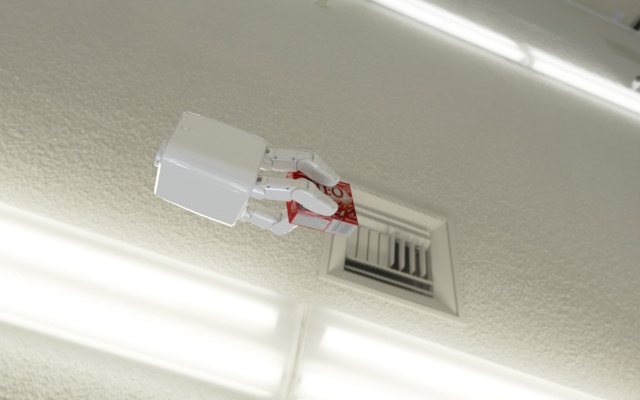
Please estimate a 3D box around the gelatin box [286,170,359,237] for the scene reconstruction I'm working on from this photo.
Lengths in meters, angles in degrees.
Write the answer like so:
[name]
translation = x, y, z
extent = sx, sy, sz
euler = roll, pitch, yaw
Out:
[gelatin box]
translation = 0.000, 0.002, 0.604
extent = 0.089, 0.073, 0.030
euler = 15, -47, -25
